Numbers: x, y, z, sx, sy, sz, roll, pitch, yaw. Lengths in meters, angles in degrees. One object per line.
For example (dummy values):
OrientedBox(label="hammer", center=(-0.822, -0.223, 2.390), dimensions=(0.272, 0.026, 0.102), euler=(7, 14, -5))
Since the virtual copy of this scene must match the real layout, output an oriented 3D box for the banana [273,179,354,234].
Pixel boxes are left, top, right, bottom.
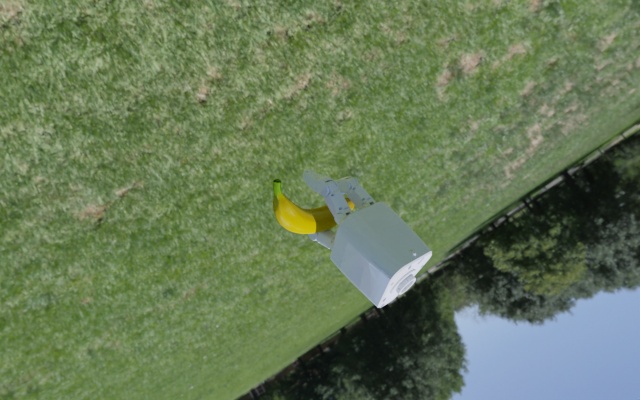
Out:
OrientedBox(label="banana", center=(-0.010, 0.018, 0.714), dimensions=(0.037, 0.069, 0.198), euler=(33, 12, 33))
